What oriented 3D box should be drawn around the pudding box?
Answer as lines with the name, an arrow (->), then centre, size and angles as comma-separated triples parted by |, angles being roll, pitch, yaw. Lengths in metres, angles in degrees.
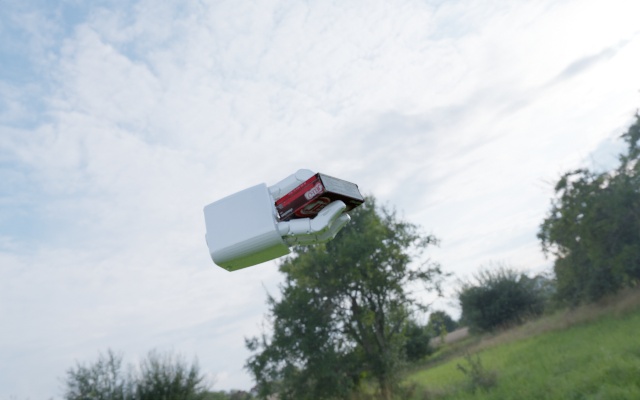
pudding box -> 0.000, 0.002, 0.721 | 0.090, 0.039, 0.113 | -32, -22, 27
